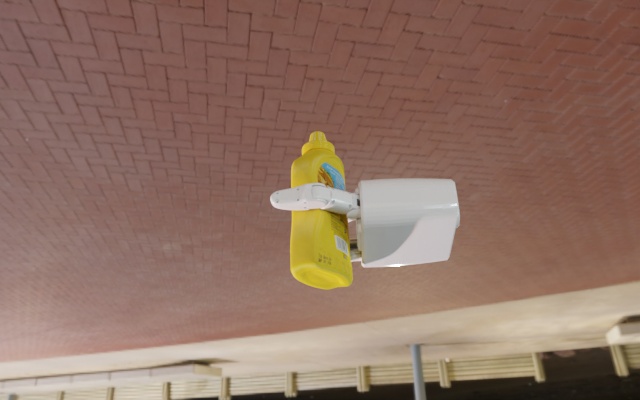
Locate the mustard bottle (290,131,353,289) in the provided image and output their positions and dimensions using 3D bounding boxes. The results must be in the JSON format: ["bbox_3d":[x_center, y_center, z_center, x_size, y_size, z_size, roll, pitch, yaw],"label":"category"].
[{"bbox_3d":[0.000,0.002,0.567,0.058,0.191,0.096,-14,-28,25],"label":"mustard bottle"}]
